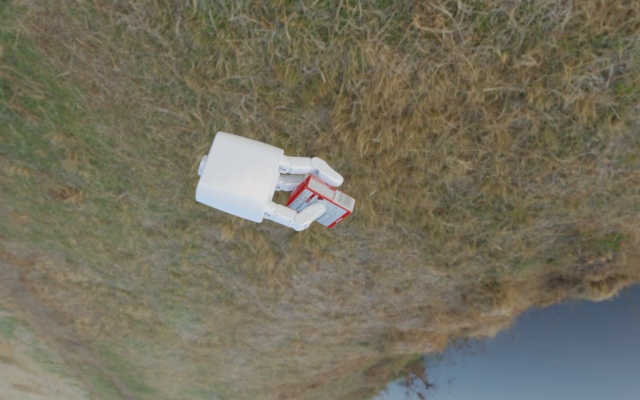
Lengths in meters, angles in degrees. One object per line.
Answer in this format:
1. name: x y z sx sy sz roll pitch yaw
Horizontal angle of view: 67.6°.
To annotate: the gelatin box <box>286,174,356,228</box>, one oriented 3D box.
1. gelatin box: 0.000 0.003 0.772 0.089 0.030 0.073 29 -35 -14
